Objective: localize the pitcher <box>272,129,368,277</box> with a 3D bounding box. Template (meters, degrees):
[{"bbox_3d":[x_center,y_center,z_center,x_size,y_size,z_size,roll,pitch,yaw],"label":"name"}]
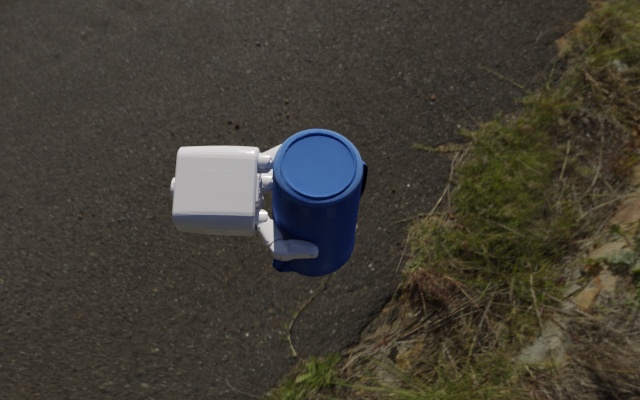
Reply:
[{"bbox_3d":[0.000,0.002,0.666,0.145,0.149,0.243,2,-25,-2],"label":"pitcher"}]
